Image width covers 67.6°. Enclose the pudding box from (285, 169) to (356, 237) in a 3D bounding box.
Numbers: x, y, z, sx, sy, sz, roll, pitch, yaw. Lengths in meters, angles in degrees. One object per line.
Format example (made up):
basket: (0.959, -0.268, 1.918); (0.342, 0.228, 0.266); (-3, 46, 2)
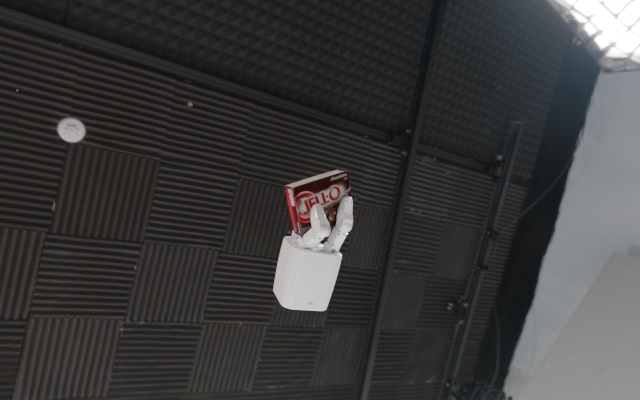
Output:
pudding box: (0.000, 0.003, 0.830); (0.113, 0.090, 0.039); (-20, 20, -28)
